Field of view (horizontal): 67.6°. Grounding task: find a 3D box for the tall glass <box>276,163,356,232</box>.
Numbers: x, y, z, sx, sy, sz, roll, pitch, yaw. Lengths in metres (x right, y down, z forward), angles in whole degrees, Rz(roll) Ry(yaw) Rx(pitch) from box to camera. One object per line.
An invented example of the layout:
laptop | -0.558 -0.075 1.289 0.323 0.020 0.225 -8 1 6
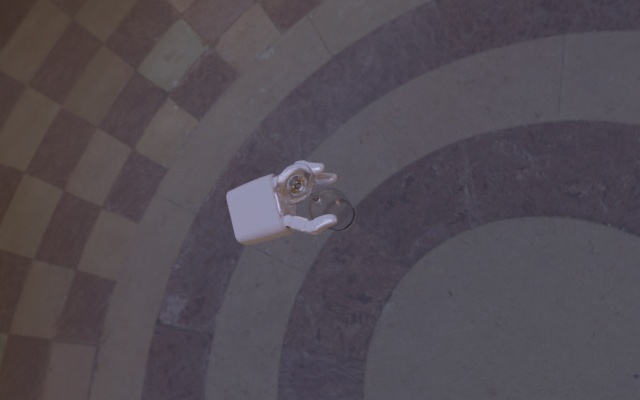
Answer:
tall glass | 0.000 0.003 0.889 0.079 0.079 0.201 0 -18 28
